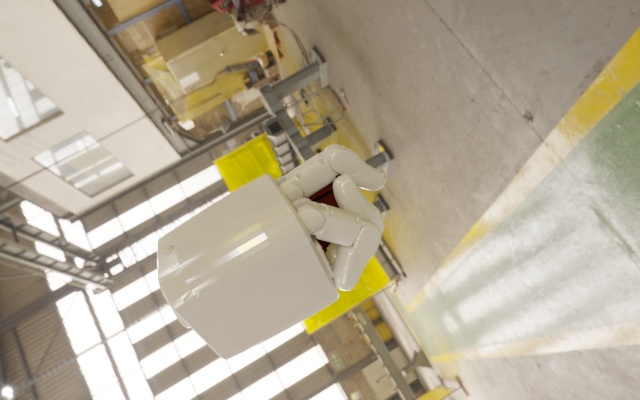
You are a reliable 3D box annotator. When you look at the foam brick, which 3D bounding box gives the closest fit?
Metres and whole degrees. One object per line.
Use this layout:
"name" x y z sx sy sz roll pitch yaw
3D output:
"foam brick" 0.000 0.001 0.432 0.051 0.053 0.078 -30 27 -6
